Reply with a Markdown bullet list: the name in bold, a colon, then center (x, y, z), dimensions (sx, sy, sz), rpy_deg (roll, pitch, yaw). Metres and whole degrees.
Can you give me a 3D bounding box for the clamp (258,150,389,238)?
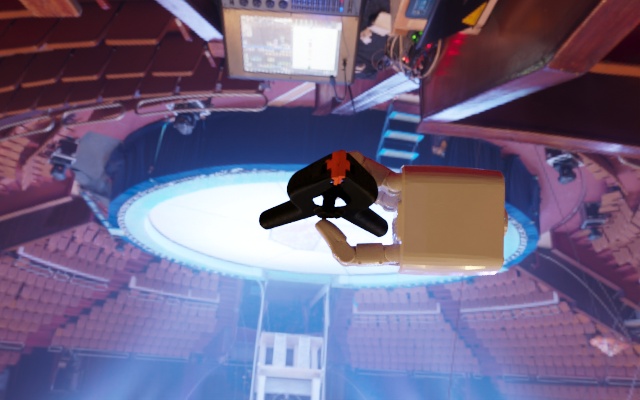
- **clamp**: center (0.000, 0.002, 0.525), dimensions (0.164, 0.036, 0.210), rpy_deg (1, -19, 3)
